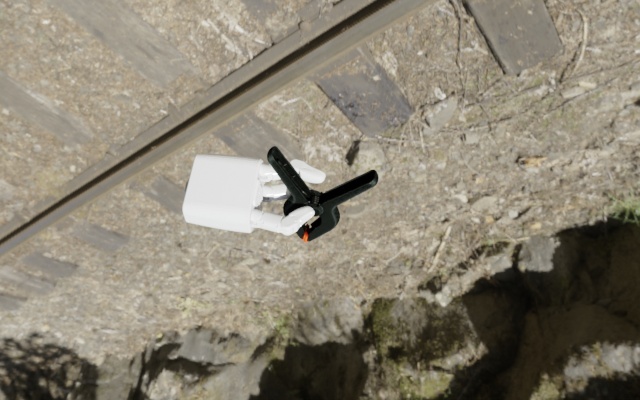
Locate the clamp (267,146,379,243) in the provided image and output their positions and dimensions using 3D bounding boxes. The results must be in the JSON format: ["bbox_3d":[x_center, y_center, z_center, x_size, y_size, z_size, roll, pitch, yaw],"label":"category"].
[{"bbox_3d":[0.000,0.003,0.759,0.164,0.036,0.210,10,-37,5],"label":"clamp"}]
